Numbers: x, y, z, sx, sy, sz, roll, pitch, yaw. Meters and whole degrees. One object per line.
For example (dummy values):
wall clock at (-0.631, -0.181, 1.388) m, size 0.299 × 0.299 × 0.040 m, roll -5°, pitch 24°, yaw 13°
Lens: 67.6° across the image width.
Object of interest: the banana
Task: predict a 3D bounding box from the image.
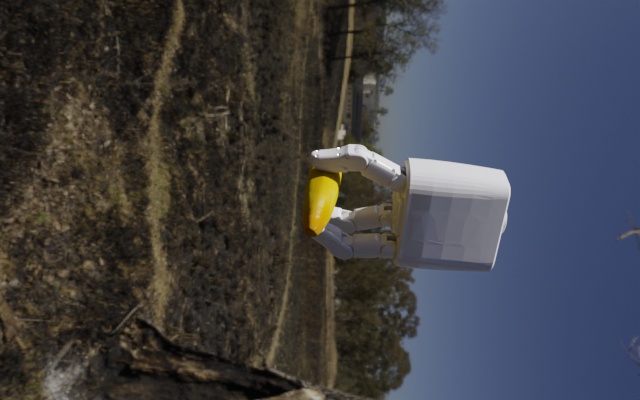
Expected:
banana at (0.003, -0.017, 0.541) m, size 0.037 × 0.069 × 0.197 m, roll 9°, pitch 12°, yaw -1°
